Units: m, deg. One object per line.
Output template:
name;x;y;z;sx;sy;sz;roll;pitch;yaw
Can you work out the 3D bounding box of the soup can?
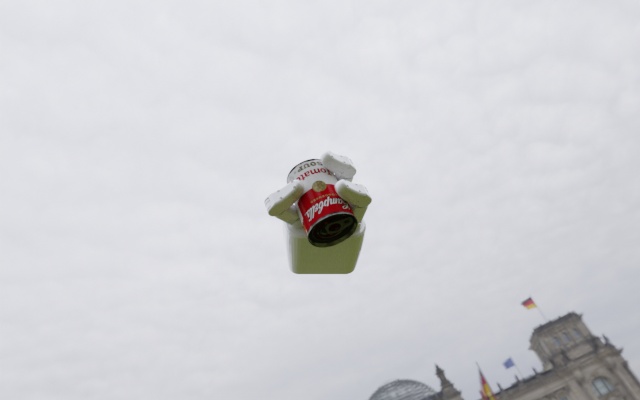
soup can;0.000;0.002;0.637;0.068;0.102;0.069;-15;-38;-12
